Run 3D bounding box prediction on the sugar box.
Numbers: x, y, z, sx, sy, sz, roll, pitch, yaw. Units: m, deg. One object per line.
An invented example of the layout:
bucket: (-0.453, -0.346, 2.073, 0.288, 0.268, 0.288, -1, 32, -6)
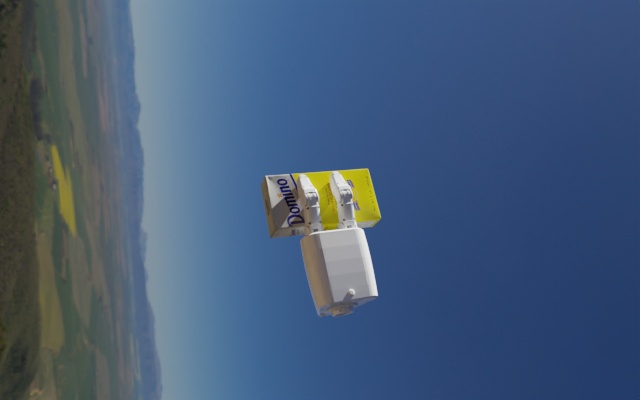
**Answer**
sugar box: (0.000, 0.002, 0.761, 0.176, 0.093, 0.048, -5, -22, -21)
